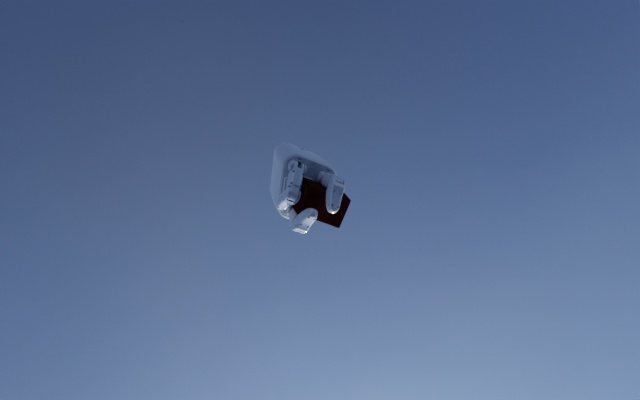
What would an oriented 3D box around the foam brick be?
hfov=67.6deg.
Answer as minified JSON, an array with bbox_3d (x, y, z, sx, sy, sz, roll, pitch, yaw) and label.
[{"bbox_3d":[0.000,0.003,0.778,0.078,0.053,0.051,20,13,-22],"label":"foam brick"}]
